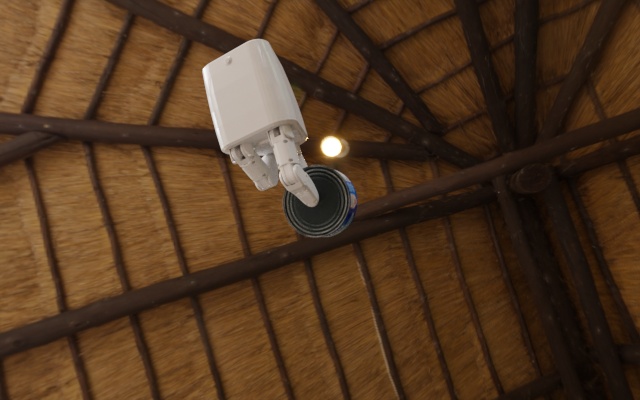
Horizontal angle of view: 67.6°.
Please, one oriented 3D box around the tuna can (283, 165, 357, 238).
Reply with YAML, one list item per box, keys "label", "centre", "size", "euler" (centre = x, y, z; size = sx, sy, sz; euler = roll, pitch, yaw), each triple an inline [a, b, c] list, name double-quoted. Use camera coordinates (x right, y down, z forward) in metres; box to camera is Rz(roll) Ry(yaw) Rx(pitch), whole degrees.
- label: "tuna can"
  centre: [0.000, 0.002, 0.574]
  size: [0.086, 0.086, 0.034]
  euler: [0, -4, 22]
